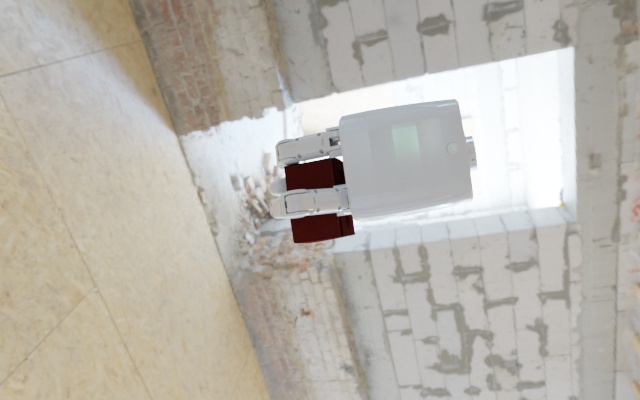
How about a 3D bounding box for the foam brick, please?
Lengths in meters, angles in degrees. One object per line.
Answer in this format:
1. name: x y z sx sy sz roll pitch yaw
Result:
1. foam brick: 0.000 0.002 0.473 0.051 0.078 0.053 -9 -5 15
